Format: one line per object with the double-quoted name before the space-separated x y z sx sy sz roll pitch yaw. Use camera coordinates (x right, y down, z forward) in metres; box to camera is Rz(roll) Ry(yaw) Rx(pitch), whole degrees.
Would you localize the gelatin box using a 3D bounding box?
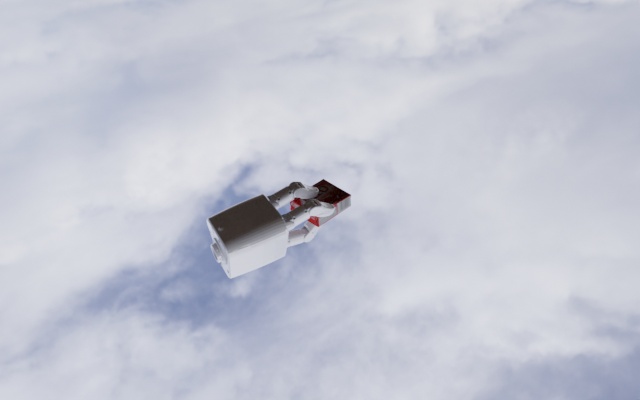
"gelatin box" 0.000 0.003 0.867 0.089 0.030 0.073 -31 46 -33
